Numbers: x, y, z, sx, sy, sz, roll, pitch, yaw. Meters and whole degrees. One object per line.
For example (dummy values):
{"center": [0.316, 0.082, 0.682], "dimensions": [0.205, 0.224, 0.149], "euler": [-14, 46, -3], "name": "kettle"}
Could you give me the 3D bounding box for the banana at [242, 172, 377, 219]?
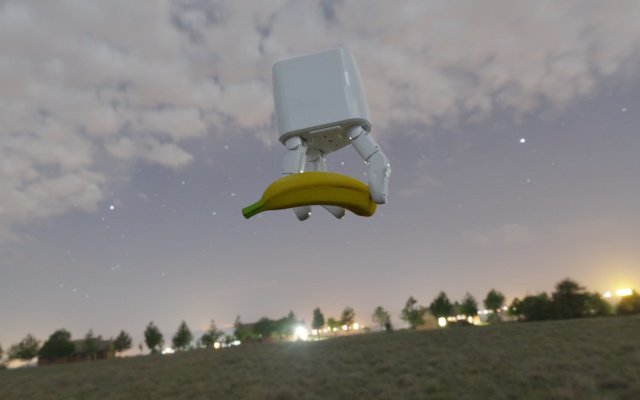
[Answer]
{"center": [0.009, -0.005, 0.543], "dimensions": [0.198, 0.037, 0.070], "euler": [3, -24, -41], "name": "banana"}
